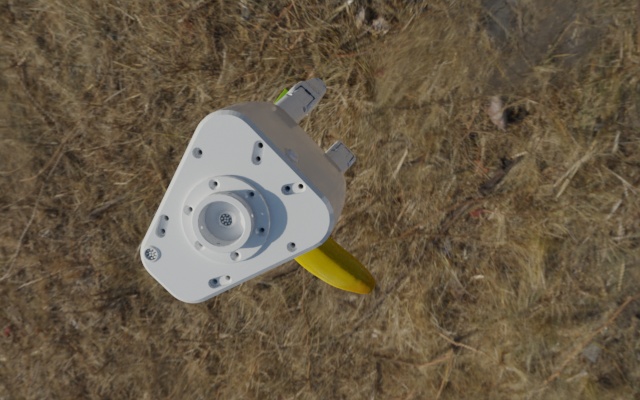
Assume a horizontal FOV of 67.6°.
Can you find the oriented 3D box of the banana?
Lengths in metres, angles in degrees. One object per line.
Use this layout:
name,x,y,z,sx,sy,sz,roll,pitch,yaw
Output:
banana,-0.018,0.006,0.422,0.069,0.198,0.037,-23,8,6
